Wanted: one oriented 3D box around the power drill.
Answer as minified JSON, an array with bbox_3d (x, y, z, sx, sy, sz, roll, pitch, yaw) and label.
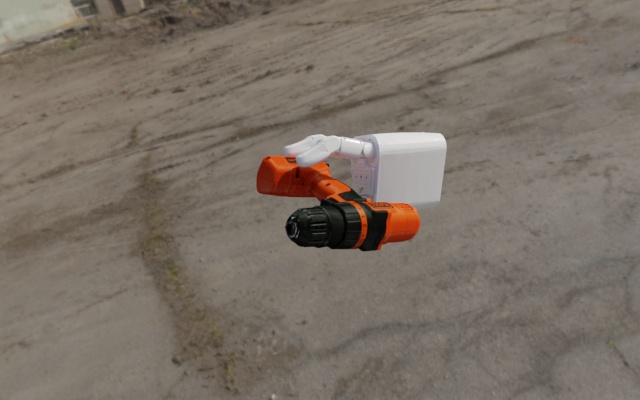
[{"bbox_3d":[0.000,0.002,0.574,0.184,0.057,0.187,2,23,-40],"label":"power drill"}]
